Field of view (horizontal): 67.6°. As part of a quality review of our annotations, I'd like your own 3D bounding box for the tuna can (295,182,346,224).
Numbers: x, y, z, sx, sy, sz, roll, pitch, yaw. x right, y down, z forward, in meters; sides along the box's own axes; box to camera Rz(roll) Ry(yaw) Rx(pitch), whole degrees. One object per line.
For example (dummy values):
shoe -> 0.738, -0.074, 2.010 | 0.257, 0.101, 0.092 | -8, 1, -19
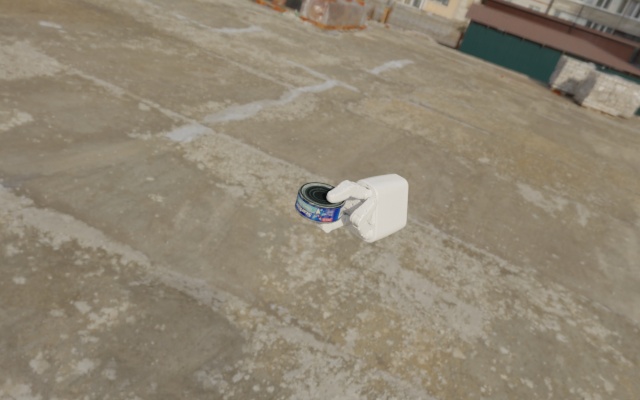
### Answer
tuna can -> 0.000, 0.002, 0.833 | 0.086, 0.034, 0.086 | 11, 31, -6
